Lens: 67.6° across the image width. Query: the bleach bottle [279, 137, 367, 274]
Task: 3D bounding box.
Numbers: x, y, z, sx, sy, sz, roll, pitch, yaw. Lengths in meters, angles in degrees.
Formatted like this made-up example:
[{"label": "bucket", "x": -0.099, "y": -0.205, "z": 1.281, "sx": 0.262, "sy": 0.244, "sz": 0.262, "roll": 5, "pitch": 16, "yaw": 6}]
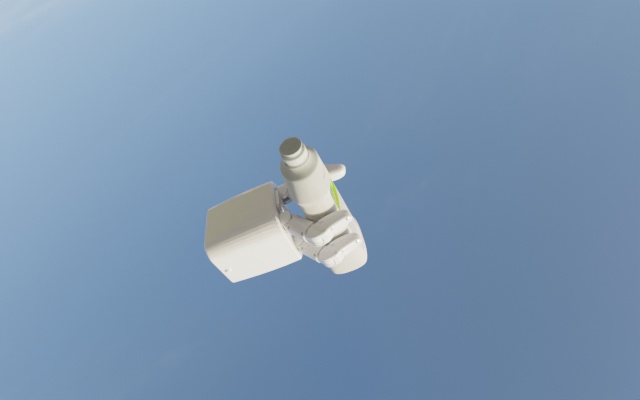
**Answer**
[{"label": "bleach bottle", "x": 0.000, "y": 0.002, "z": 0.655, "sx": 0.068, "sy": 0.102, "sz": 0.251, "roll": -22, "pitch": -40, "yaw": 5}]
